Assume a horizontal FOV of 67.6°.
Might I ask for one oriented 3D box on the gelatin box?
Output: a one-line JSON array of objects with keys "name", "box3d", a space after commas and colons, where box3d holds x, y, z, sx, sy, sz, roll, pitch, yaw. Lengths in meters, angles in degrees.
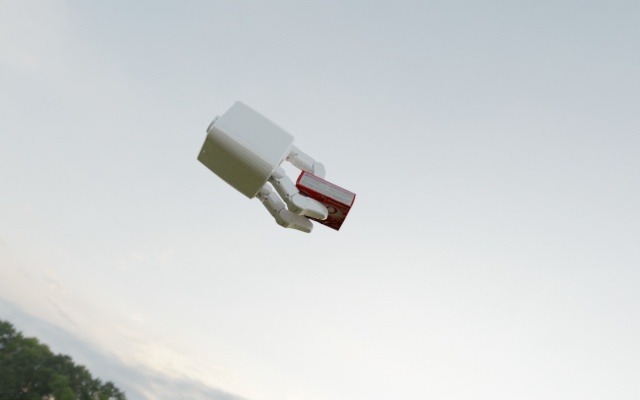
[{"name": "gelatin box", "box3d": [0.001, 0.002, 0.713, 0.089, 0.030, 0.073, 23, -36, 0]}]
